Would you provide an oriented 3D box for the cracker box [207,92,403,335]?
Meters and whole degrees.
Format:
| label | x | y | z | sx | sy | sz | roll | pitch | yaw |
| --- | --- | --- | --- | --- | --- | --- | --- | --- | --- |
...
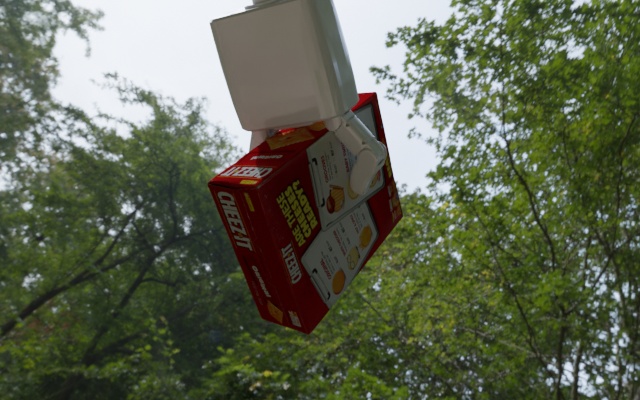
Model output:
| label | x | y | z | sx | sy | sz | roll | pitch | yaw |
| --- | --- | --- | --- | --- | --- | --- | --- | --- | --- |
| cracker box | 0.000 | 0.002 | 0.501 | 0.072 | 0.164 | 0.213 | 5 | 34 | 36 |
